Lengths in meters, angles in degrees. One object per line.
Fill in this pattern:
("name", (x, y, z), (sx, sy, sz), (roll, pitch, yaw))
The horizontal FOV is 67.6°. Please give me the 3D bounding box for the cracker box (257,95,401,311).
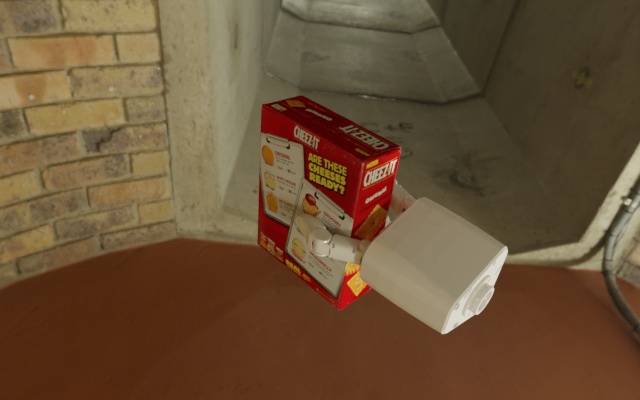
("cracker box", (0.000, 0.002, 0.585), (0.072, 0.214, 0.164), (-25, 46, -38))
